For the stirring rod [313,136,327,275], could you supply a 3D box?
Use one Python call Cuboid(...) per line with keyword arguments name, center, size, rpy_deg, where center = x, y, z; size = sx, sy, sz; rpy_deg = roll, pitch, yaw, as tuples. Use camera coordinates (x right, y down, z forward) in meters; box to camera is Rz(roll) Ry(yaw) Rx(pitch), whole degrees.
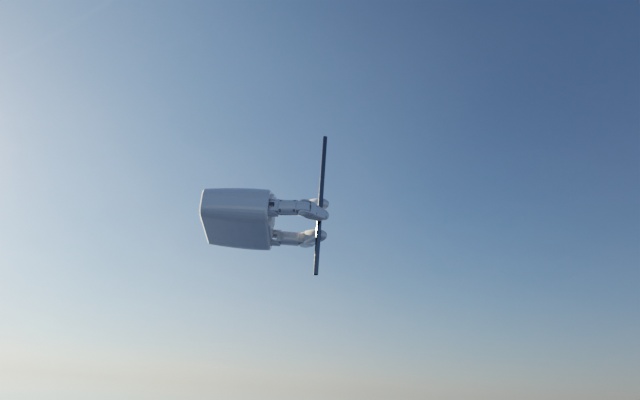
Cuboid(name="stirring rod", center=(0.000, 0.003, 0.776), size=(0.011, 0.239, 0.011), rpy_deg=(3, -22, 1))
